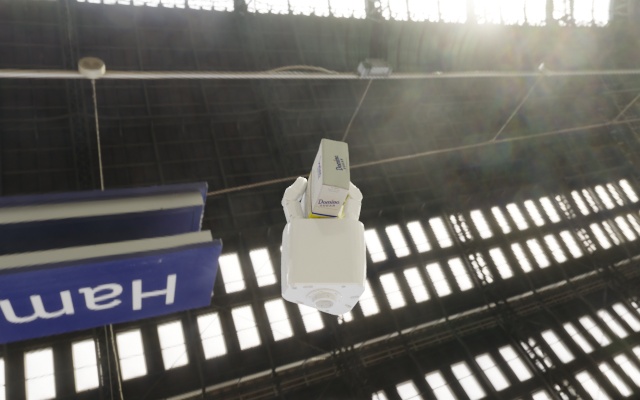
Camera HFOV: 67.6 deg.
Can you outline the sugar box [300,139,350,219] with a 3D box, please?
[{"bbox_3d":[0.001,0.003,0.725,0.048,0.093,0.176,11,-41,-13],"label":"sugar box"}]
